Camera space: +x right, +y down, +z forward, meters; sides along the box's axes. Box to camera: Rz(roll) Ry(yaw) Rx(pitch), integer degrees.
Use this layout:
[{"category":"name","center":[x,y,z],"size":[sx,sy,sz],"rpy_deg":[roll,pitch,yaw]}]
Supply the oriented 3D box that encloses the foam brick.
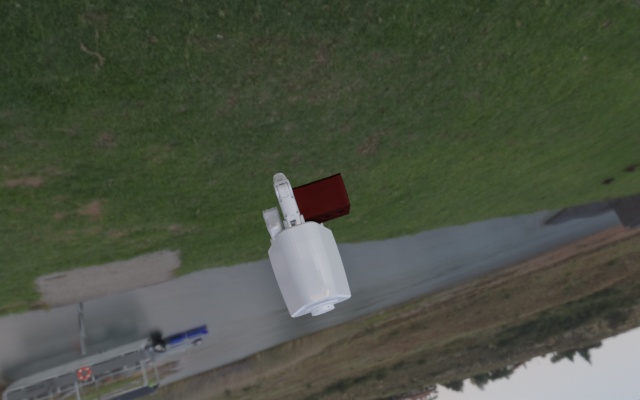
[{"category":"foam brick","center":[0.000,0.002,0.699],"size":[0.078,0.051,0.053],"rpy_deg":[-19,-17,-5]}]
